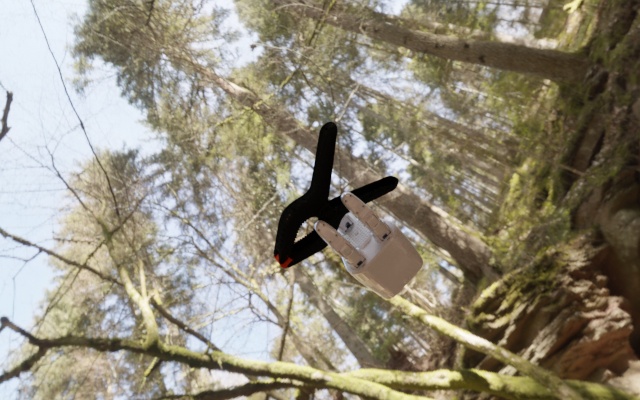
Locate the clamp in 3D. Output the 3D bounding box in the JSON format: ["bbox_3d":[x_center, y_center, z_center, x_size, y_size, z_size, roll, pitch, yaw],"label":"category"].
[{"bbox_3d":[-0.001,0.002,0.670,0.165,0.210,0.036,43,0,-38],"label":"clamp"}]
